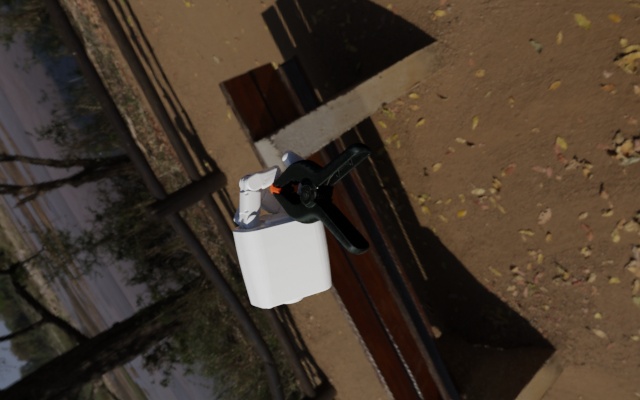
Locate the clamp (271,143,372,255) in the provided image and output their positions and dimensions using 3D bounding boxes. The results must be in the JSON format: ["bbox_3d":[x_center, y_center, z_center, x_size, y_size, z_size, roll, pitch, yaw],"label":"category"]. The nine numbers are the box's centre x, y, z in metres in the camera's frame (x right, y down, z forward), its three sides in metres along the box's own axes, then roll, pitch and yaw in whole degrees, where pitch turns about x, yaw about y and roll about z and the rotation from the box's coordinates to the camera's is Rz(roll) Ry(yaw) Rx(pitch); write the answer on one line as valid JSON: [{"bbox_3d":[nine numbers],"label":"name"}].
[{"bbox_3d":[-0.001,0.002,0.567,0.039,0.120,0.171,2,-4,-37],"label":"clamp"}]
